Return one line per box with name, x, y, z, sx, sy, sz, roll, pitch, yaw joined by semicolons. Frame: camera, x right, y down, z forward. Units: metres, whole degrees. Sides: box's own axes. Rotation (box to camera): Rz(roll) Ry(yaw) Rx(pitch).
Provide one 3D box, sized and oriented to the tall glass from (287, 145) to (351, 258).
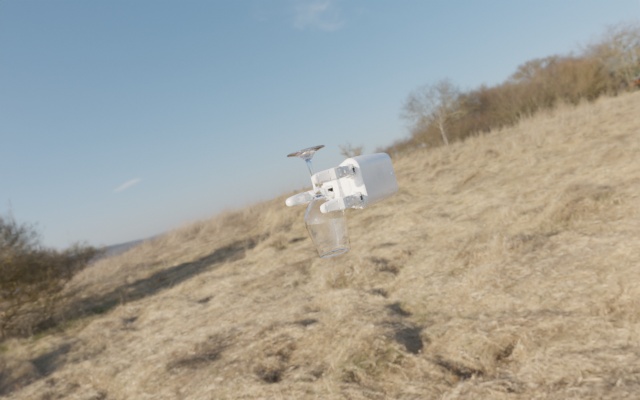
tall glass;0.000;0.002;0.891;0.079;0.201;0.079;-16;1;0
